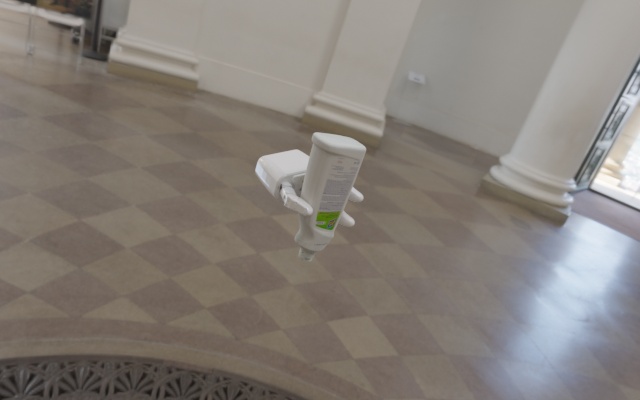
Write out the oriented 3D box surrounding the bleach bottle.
[{"bbox_3d":[0.000,0.003,0.899,0.102,0.251,0.068,3,26,-35],"label":"bleach bottle"}]
